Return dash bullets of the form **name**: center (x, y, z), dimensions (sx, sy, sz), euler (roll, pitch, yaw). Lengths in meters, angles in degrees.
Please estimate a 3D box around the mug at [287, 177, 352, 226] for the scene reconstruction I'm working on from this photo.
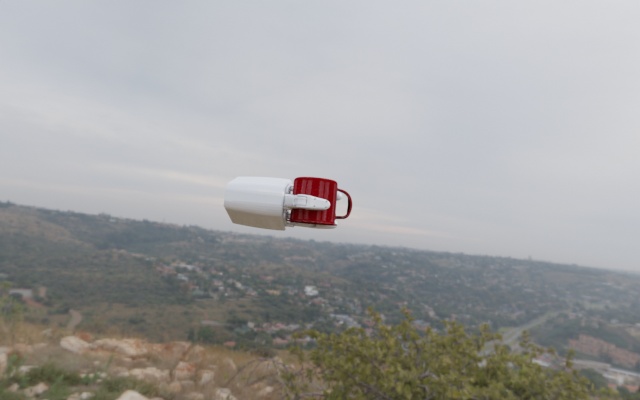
- **mug**: center (0.002, 0.003, 0.872), dimensions (0.117, 0.081, 0.093), euler (5, -4, 1)
